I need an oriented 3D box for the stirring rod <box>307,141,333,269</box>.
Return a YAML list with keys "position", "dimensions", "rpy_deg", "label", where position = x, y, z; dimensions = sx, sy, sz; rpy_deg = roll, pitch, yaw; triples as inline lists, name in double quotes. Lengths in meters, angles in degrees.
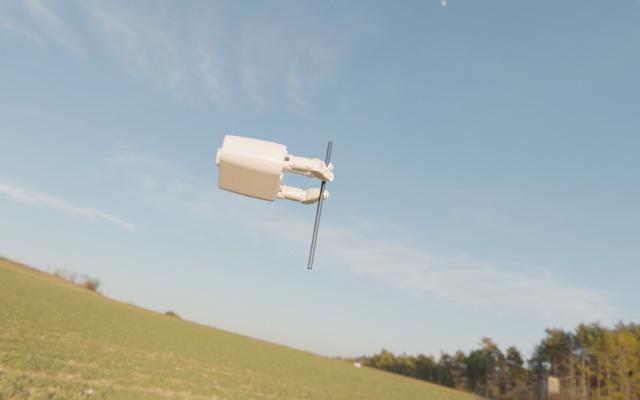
- position: [0.000, 0.003, 0.836]
  dimensions: [0.011, 0.239, 0.011]
  rpy_deg: [8, -21, 3]
  label: "stirring rod"
